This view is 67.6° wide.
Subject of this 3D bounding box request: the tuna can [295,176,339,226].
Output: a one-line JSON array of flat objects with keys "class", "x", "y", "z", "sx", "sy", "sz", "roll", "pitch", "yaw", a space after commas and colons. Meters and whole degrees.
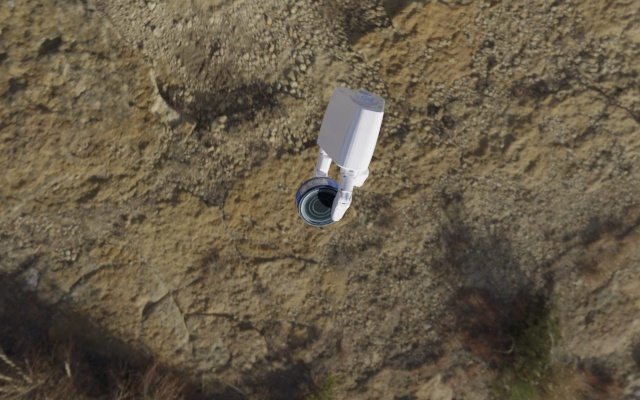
[{"class": "tuna can", "x": 0.000, "y": 0.003, "z": 0.841, "sx": 0.086, "sy": 0.086, "sz": 0.033, "roll": 0, "pitch": 33, "yaw": -11}]
